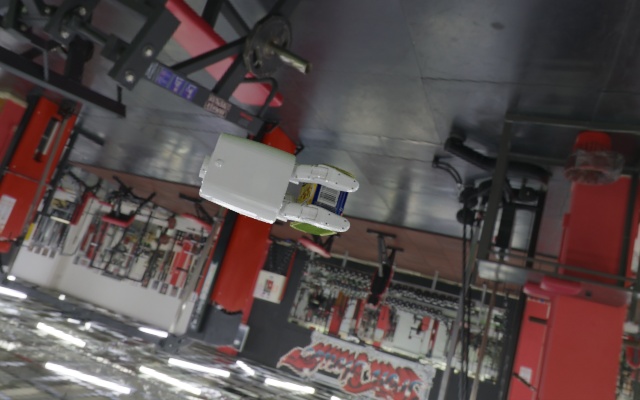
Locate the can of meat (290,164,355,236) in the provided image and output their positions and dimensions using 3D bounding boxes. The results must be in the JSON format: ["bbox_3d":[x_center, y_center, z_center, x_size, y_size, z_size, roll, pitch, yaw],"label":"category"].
[{"bbox_3d":[0.000,0.003,0.682,0.057,0.084,0.102,21,-13,-15],"label":"can of meat"}]
